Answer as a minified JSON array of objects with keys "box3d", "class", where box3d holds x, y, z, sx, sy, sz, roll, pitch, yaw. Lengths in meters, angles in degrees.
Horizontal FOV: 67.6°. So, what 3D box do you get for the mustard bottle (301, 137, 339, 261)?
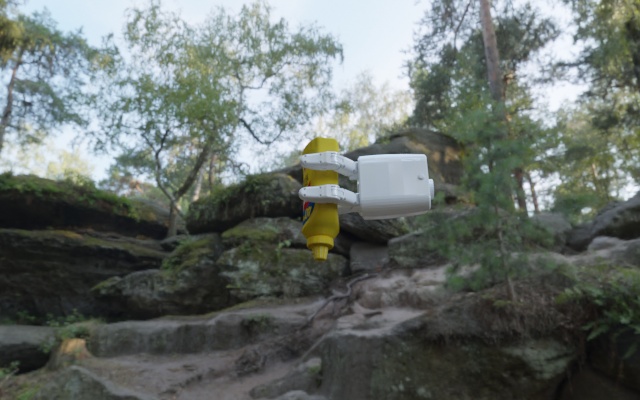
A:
[{"box3d":[0.000,0.002,0.761,0.058,0.191,0.096,6,-24,-14],"class":"mustard bottle"}]
